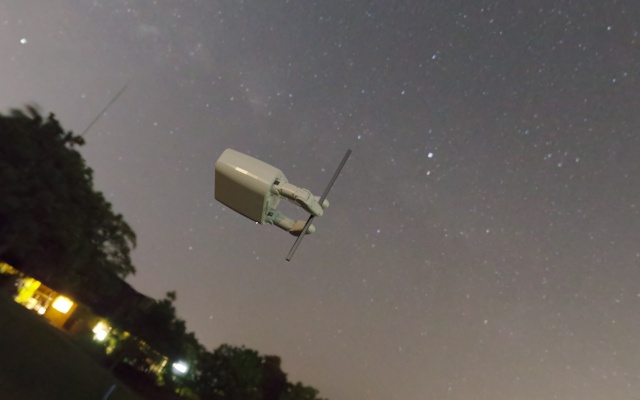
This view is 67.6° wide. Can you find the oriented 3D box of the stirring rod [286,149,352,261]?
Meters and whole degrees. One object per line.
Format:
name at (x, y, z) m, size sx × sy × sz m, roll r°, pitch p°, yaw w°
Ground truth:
stirring rod at (0.000, 0.003, 0.835) m, size 0.011 × 0.239 × 0.011 m, roll 24°, pitch -25°, yaw 12°
